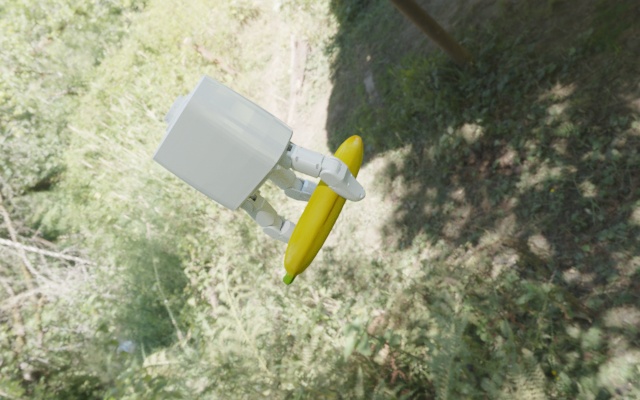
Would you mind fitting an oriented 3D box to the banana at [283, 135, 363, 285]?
[{"bbox_3d":[0.003,0.004,0.542,0.037,0.197,0.069,30,-10,-11],"label":"banana"}]
